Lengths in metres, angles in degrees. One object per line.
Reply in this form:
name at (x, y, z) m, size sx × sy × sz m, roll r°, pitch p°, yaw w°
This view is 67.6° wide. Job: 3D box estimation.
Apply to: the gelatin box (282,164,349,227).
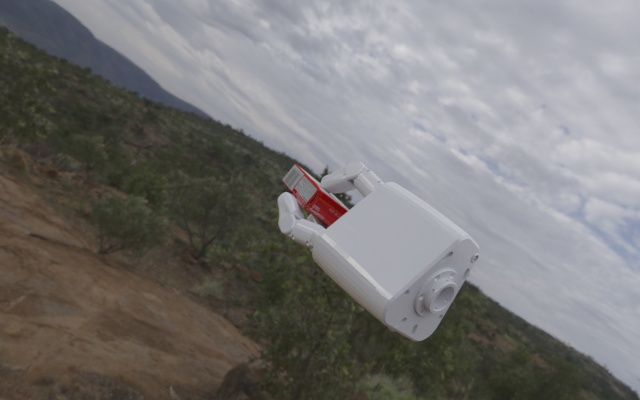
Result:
gelatin box at (0.000, 0.001, 0.555) m, size 0.073 × 0.030 × 0.089 m, roll 38°, pitch 5°, yaw -31°
